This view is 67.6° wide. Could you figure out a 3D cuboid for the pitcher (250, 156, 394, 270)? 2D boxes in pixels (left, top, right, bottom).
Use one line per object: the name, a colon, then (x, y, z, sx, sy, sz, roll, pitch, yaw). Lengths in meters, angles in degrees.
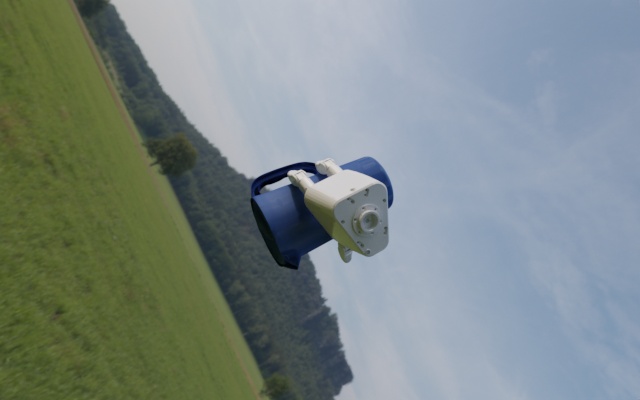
pitcher: (0.000, 0.003, 0.865, 0.243, 0.149, 0.145, -24, 20, -16)
